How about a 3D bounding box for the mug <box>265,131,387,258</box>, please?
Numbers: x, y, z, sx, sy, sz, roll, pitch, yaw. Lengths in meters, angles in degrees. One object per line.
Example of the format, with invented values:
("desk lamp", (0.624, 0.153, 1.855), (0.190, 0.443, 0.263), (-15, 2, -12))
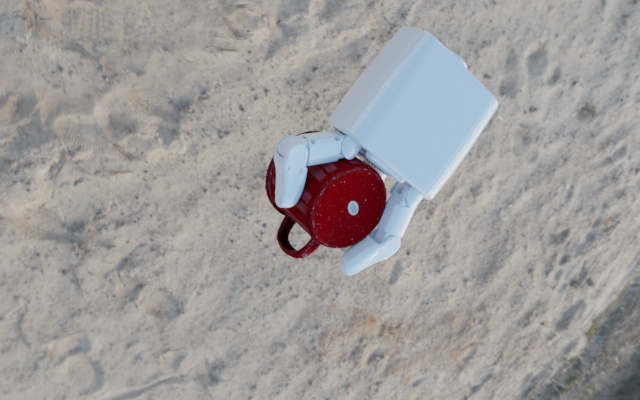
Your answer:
("mug", (-0.001, 0.003, 0.444), (0.093, 0.117, 0.081), (33, 5, -39))
